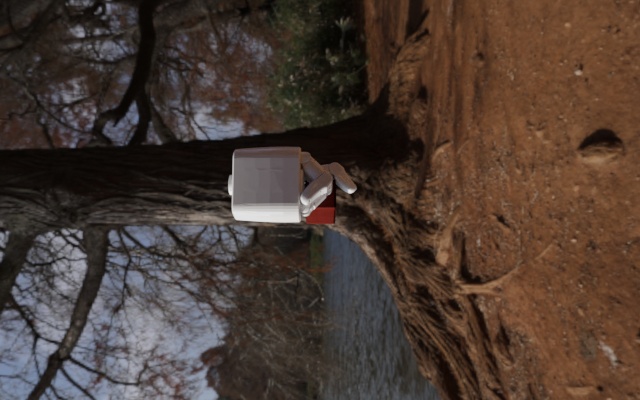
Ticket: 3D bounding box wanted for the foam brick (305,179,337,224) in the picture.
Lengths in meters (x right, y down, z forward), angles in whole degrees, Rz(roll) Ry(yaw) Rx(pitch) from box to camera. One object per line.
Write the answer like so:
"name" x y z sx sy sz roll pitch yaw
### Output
"foam brick" 0.000 0.003 0.812 0.051 0.053 0.078 -1 -24 0
